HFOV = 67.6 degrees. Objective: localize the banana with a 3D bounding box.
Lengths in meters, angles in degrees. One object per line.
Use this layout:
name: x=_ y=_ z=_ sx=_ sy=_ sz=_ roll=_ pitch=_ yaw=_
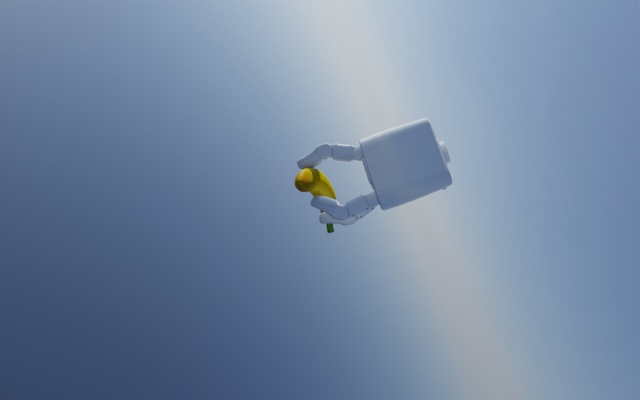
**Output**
banana: x=-0.002 y=-0.013 z=0.760 sx=0.037 sy=0.069 sz=0.198 roll=-16 pitch=-27 yaw=10
